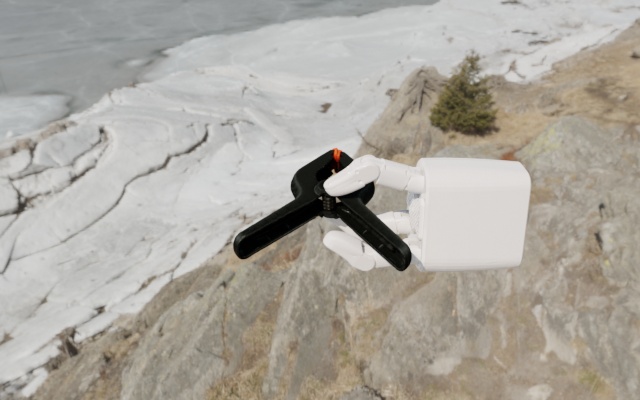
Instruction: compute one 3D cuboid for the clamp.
[{"bbox_3d":[0.000,0.001,0.511,0.164,0.036,0.209,1,32,-1],"label":"clamp"}]
